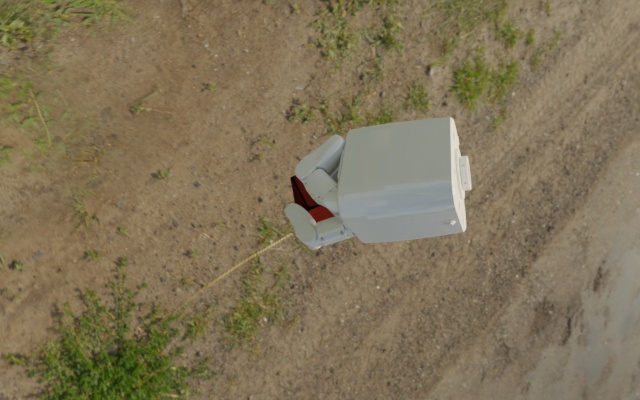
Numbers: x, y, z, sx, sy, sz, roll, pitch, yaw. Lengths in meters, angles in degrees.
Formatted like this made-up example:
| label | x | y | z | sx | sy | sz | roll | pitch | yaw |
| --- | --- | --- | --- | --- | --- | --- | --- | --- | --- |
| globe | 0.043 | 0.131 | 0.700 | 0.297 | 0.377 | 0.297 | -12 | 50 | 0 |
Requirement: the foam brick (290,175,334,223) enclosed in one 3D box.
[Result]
| label | x | y | z | sx | sy | sz | roll | pitch | yaw |
| --- | --- | --- | --- | --- | --- | --- | --- | --- | --- |
| foam brick | 0.000 | 0.002 | 0.576 | 0.051 | 0.053 | 0.078 | -24 | -29 | -11 |
